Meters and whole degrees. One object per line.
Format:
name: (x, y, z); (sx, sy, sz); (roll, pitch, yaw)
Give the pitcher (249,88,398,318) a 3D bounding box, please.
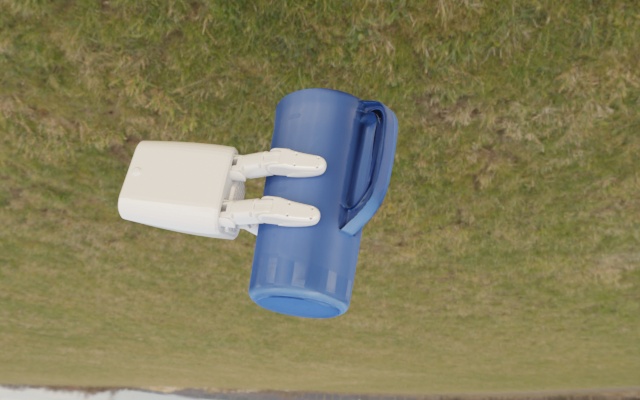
pitcher: (0.000, 0.002, 0.542); (0.145, 0.242, 0.149); (8, -24, 2)
